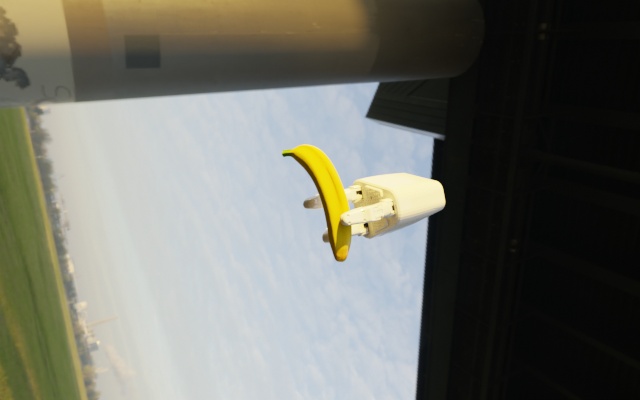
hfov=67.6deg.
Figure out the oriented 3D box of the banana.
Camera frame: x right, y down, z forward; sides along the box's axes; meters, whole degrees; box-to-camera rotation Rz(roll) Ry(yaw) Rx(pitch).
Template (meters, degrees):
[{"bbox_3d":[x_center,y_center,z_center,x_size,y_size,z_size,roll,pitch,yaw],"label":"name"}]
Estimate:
[{"bbox_3d":[0.007,-0.010,0.699,0.037,0.197,0.070,-13,-22,-36],"label":"banana"}]
